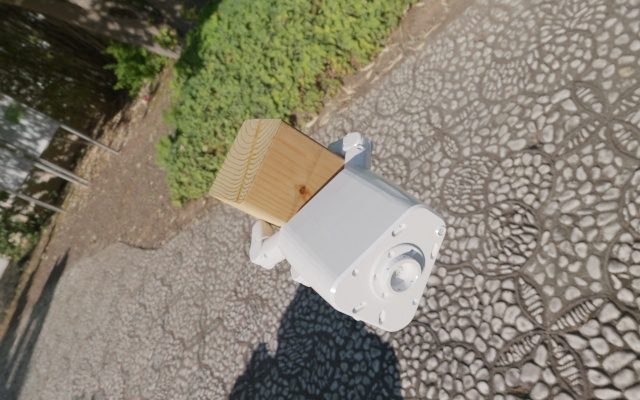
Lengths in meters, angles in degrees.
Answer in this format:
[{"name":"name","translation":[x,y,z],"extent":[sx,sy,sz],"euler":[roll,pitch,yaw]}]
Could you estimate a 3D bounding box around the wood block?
[{"name":"wood block","translation":[0.000,0.001,0.521],"extent":[0.206,0.091,0.090],"euler":[30,-9,-32]}]
